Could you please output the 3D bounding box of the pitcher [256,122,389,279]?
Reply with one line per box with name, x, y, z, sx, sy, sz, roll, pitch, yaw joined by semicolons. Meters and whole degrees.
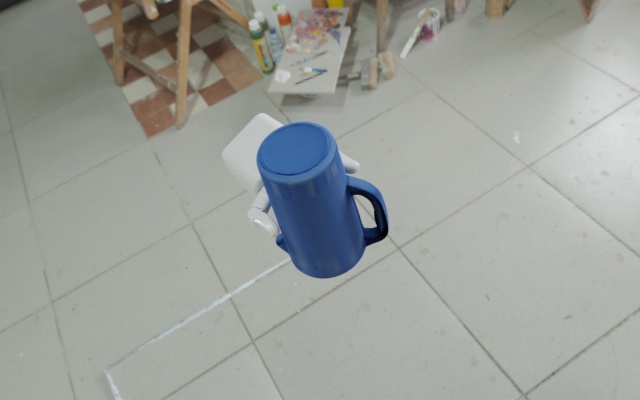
pitcher;0.000;0.002;0.705;0.145;0.149;0.243;40;-19;33
